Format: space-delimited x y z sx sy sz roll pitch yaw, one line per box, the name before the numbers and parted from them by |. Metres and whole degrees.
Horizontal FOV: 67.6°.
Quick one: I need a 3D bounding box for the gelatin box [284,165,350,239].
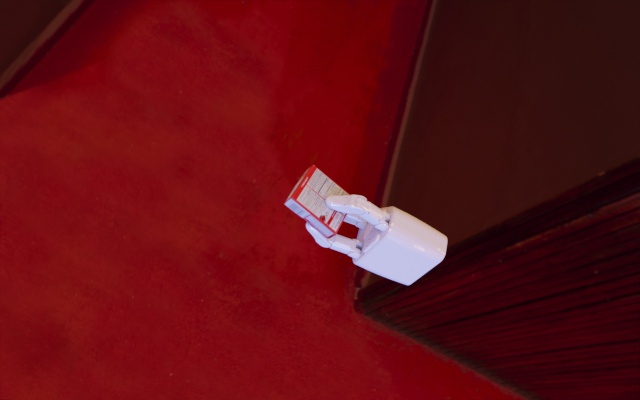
gelatin box | 0.000 0.002 0.721 0.089 0.073 0.030 39 -34 -12
